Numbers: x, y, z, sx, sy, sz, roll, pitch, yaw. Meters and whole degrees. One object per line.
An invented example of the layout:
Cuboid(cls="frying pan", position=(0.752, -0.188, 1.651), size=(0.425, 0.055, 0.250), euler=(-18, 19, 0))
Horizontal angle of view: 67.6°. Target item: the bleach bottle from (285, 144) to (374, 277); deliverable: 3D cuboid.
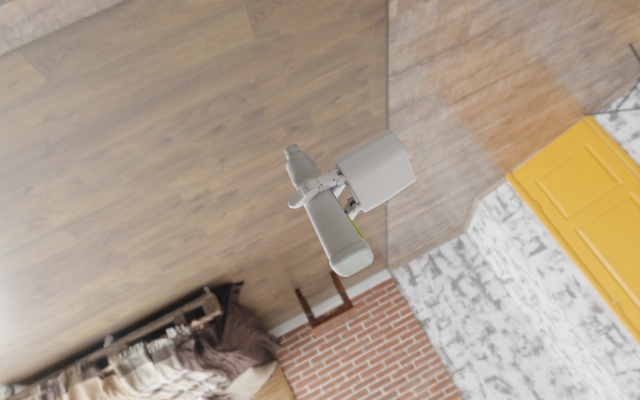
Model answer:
Cuboid(cls="bleach bottle", position=(0.000, 0.003, 0.809), size=(0.068, 0.250, 0.103), euler=(-30, -25, 3))
